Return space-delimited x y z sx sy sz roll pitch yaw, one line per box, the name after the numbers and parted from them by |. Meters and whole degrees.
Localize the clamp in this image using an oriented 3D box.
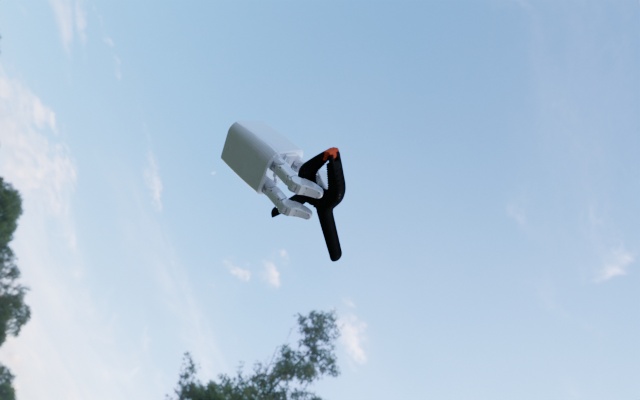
0.001 0.002 0.844 0.164 0.210 0.036 39 41 15 | clamp
